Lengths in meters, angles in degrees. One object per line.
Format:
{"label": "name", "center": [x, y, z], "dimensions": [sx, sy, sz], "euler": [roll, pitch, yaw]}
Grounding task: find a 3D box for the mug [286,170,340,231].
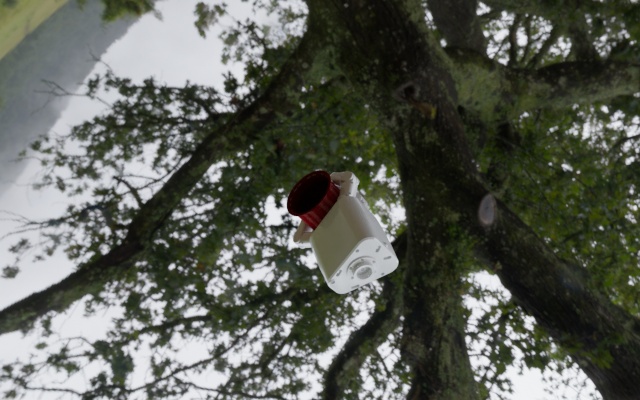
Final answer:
{"label": "mug", "center": [0.000, 0.002, 0.822], "dimensions": [0.081, 0.093, 0.117], "euler": [44, 14, -35]}
